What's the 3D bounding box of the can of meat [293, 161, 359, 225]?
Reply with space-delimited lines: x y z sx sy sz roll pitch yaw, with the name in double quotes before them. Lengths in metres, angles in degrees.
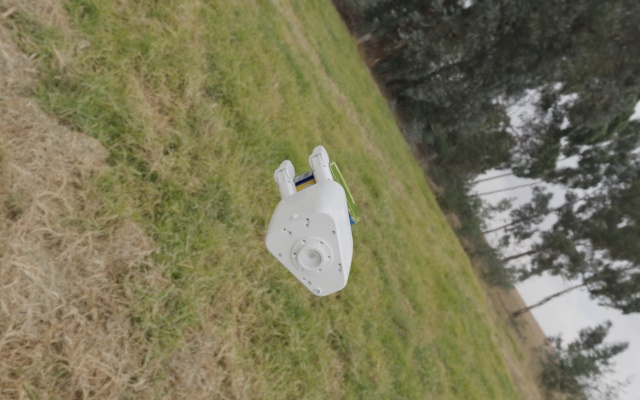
"can of meat" 0.000 0.002 0.705 0.084 0.102 0.057 -24 13 14
